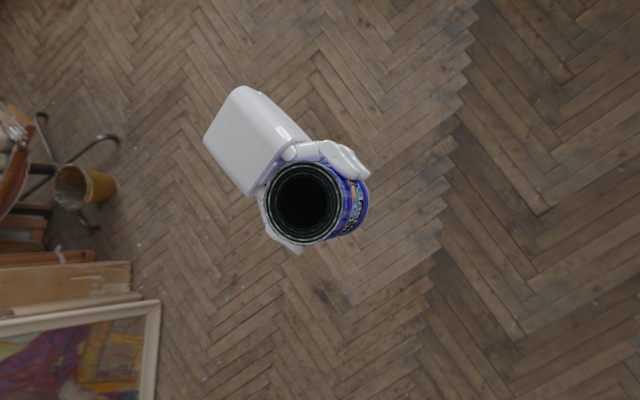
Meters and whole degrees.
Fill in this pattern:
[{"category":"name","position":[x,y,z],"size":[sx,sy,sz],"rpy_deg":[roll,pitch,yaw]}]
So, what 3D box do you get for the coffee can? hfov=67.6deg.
[{"category":"coffee can","position":[0.000,0.002,0.633],"size":[0.103,0.103,0.140],"rpy_deg":[0,1,18]}]
